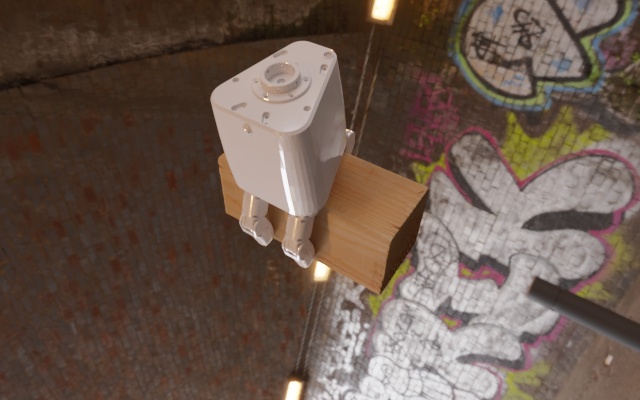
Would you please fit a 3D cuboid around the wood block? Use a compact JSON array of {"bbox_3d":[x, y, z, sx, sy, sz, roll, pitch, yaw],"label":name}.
[{"bbox_3d":[0.000,0.001,0.524,0.206,0.090,0.090,26,50,22],"label":"wood block"}]
